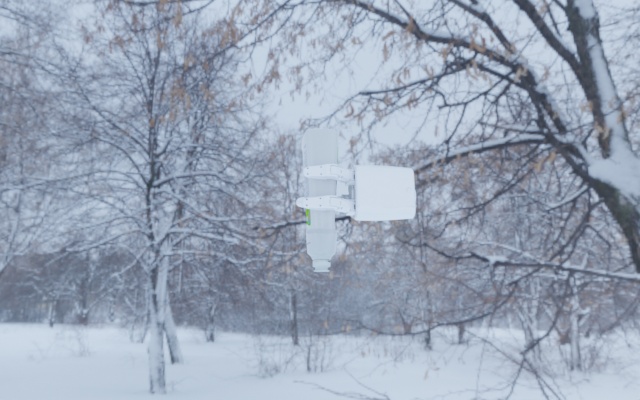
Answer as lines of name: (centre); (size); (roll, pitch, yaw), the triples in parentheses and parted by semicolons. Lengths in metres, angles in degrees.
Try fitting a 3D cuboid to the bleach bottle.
bleach bottle: (0.000, 0.003, 0.866); (0.068, 0.250, 0.102); (1, -13, -5)
